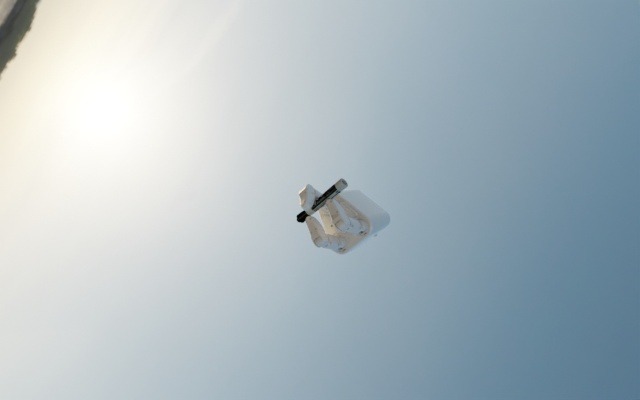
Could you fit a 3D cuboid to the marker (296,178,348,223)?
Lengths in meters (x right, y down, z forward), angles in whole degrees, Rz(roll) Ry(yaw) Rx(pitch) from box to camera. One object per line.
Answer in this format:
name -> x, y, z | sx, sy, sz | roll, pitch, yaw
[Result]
marker -> 0.000, 0.003, 0.851 | 0.121, 0.020, 0.020 | -40, -21, 27
